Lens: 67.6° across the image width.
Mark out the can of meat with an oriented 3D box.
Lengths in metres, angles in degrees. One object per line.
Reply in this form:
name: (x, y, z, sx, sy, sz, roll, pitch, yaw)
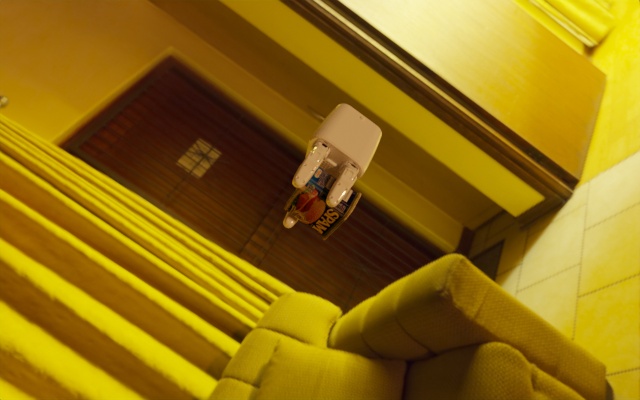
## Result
can of meat: (0.000, 0.002, 0.734, 0.084, 0.057, 0.102, 35, -37, -5)
